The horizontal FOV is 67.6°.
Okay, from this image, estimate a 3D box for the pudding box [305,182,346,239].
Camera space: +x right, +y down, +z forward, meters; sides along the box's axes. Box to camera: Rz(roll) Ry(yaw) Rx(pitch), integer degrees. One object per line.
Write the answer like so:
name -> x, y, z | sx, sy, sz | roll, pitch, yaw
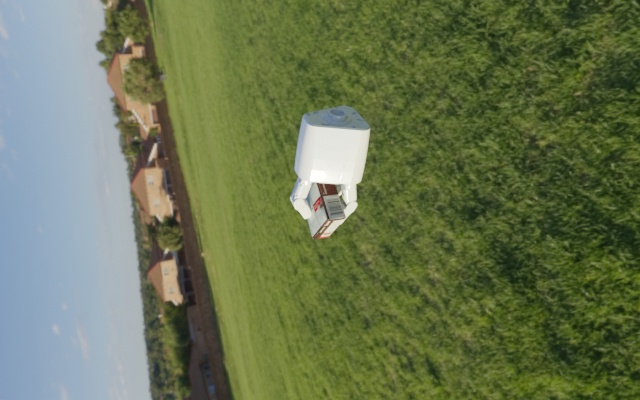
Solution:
pudding box -> 0.000, 0.003, 0.881 | 0.039, 0.113, 0.090 | -5, -25, -23
